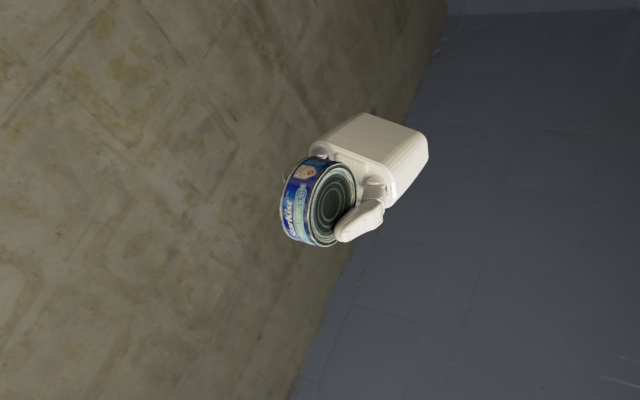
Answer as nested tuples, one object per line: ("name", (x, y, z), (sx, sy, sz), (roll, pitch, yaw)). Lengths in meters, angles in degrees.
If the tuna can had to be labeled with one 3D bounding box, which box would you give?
("tuna can", (0.000, 0.002, 0.468), (0.033, 0.086, 0.086), (14, 8, 34))
